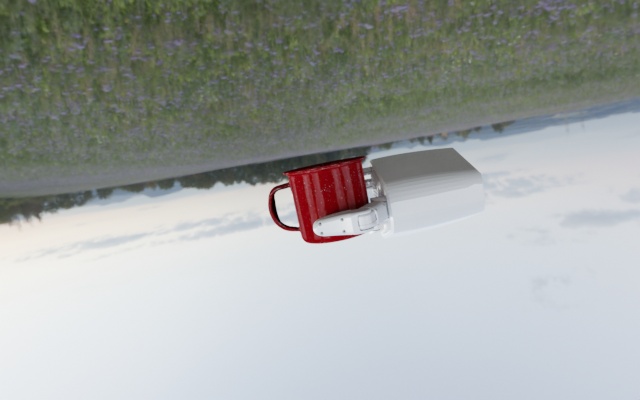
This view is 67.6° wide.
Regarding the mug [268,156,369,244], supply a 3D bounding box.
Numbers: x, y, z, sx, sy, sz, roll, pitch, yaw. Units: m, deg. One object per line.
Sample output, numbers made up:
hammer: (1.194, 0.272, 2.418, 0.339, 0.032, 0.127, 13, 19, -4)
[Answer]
mug: (-0.001, 0.002, 0.531, 0.117, 0.081, 0.093, -11, 7, 0)
